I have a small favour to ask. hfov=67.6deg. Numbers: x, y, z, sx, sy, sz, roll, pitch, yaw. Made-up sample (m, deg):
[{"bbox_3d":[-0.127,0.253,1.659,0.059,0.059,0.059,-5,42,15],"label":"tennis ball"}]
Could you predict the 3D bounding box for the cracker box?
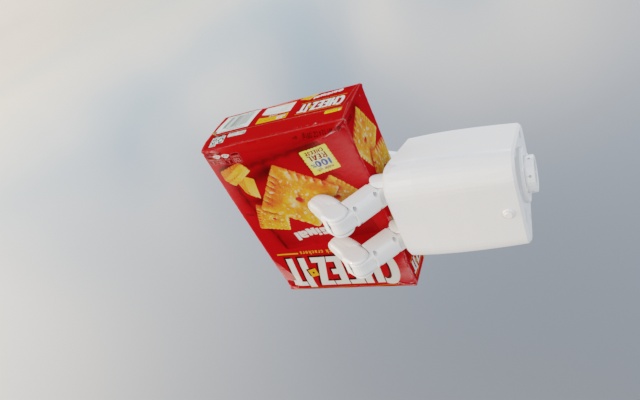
[{"bbox_3d":[0.000,0.001,0.502,0.164,0.214,0.072,-7,37,29],"label":"cracker box"}]
